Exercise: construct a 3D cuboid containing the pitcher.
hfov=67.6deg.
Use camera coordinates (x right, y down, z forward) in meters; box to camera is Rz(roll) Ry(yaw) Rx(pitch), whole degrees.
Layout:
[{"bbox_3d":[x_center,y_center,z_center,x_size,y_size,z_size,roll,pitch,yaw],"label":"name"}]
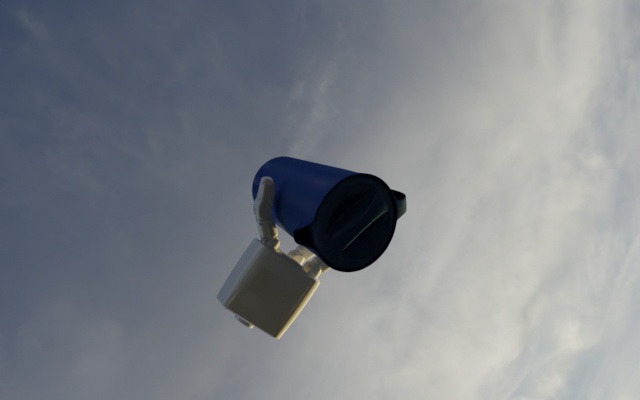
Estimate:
[{"bbox_3d":[0.000,0.002,0.716,0.149,0.145,0.242,35,-5,-33],"label":"pitcher"}]
